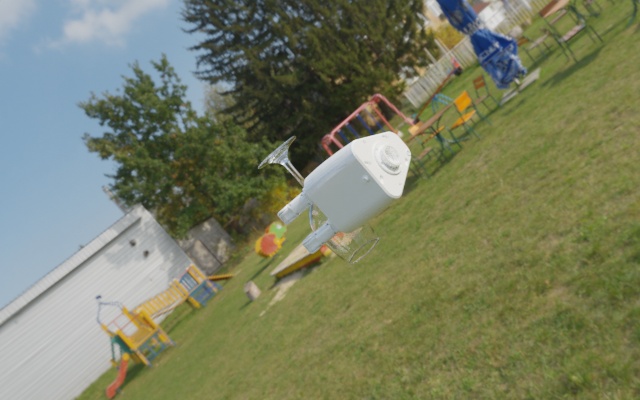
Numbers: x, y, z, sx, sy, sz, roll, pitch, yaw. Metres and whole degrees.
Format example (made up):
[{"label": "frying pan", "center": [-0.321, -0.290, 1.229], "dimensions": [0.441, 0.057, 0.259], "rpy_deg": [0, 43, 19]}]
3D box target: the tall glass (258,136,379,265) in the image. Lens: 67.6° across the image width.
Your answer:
[{"label": "tall glass", "center": [0.000, 0.002, 0.718], "dimensions": [0.079, 0.201, 0.079], "rpy_deg": [-41, 3, 3]}]
